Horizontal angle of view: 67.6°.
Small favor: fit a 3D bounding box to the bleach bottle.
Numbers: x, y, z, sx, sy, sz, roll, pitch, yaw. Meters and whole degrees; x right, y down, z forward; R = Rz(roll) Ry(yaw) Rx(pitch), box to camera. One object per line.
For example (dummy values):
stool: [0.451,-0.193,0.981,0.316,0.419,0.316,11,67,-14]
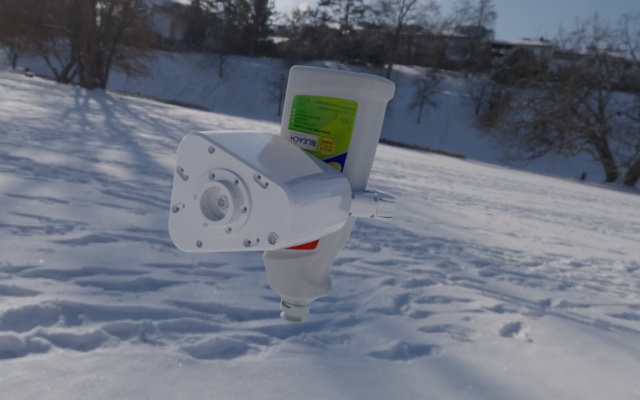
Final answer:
bleach bottle: [0.000,0.001,0.473,0.102,0.251,0.068,13,11,22]
